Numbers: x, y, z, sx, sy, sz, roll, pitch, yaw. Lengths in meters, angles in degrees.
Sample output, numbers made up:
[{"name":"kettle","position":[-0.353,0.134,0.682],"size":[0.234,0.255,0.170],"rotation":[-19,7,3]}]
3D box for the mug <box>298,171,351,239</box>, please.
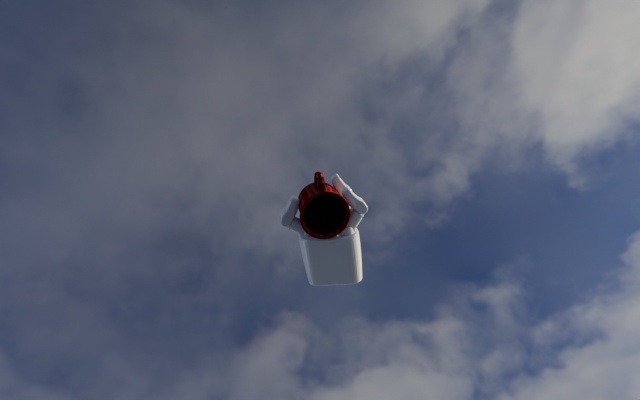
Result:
[{"name":"mug","position":[0.000,0.002,0.887],"size":[0.093,0.117,0.081],"rotation":[-10,22,-7]}]
